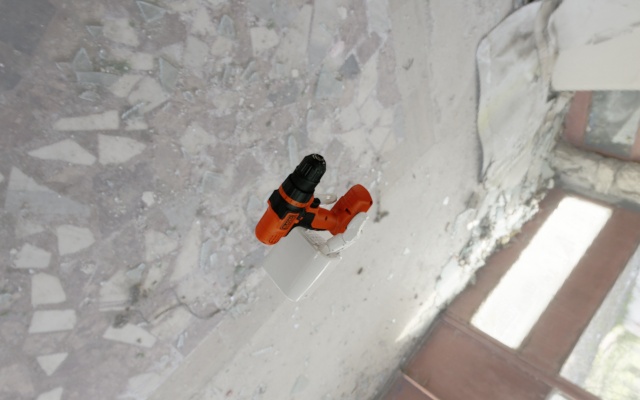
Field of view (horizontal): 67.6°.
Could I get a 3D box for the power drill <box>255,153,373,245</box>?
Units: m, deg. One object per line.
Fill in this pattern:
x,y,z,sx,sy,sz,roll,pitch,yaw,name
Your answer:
0.000,0.003,0.806,0.187,0.057,0.184,6,-48,-43,power drill
